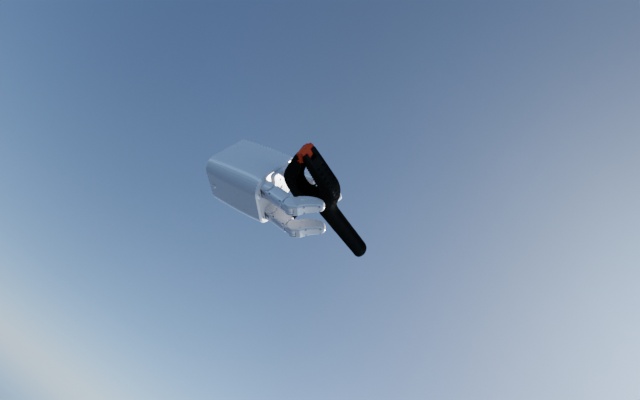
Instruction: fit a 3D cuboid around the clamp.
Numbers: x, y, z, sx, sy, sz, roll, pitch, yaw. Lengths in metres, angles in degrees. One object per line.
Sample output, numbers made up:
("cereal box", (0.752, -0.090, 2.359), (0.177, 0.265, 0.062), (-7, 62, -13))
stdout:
("clamp", (0.000, 0.001, 0.744), (0.164, 0.036, 0.210), (23, -36, 20))
